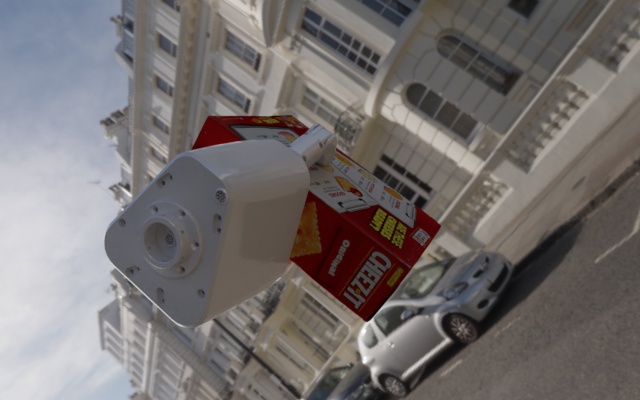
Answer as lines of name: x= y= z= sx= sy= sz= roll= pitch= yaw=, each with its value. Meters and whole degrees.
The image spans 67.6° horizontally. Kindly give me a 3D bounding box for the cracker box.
cracker box: x=0.000 y=0.001 z=0.467 sx=0.213 sy=0.072 sz=0.164 roll=38 pitch=21 yaw=12
